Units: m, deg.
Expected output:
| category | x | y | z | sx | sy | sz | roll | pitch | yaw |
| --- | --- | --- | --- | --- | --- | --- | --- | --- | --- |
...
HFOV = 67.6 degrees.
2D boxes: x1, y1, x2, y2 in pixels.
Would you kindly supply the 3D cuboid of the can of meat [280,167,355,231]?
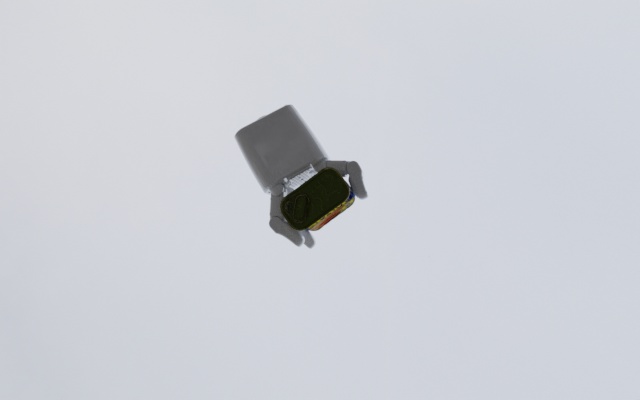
| category | x | y | z | sx | sy | sz | roll | pitch | yaw |
| --- | --- | --- | --- | --- | --- | --- | --- | --- | --- |
| can of meat | 0.000 | 0.002 | 0.715 | 0.102 | 0.057 | 0.084 | -36 | -12 | 7 |
